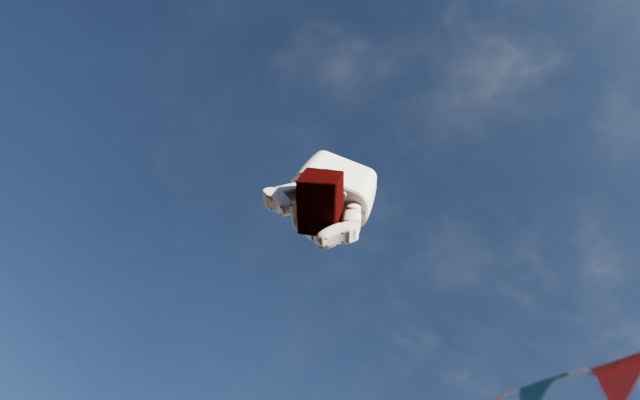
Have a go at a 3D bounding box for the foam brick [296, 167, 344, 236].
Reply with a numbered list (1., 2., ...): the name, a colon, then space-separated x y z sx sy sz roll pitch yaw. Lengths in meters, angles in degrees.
1. foam brick: 0.000 0.002 0.621 0.053 0.078 0.051 7 28 13
